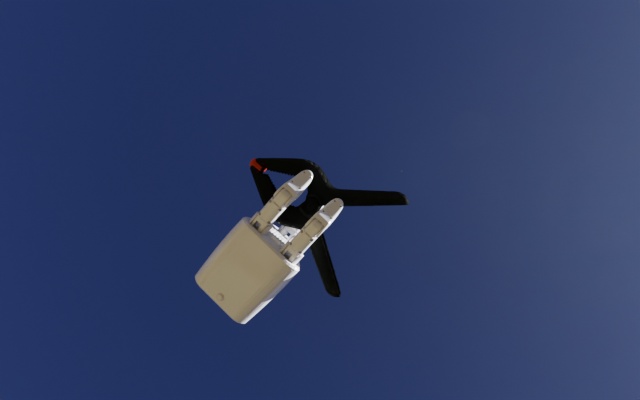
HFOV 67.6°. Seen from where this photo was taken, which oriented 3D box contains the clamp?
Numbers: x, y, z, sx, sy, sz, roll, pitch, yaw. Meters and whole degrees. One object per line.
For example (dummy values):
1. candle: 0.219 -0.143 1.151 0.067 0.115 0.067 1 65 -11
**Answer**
1. clamp: 0.000 0.002 0.639 0.210 0.164 0.036 43 4 5
